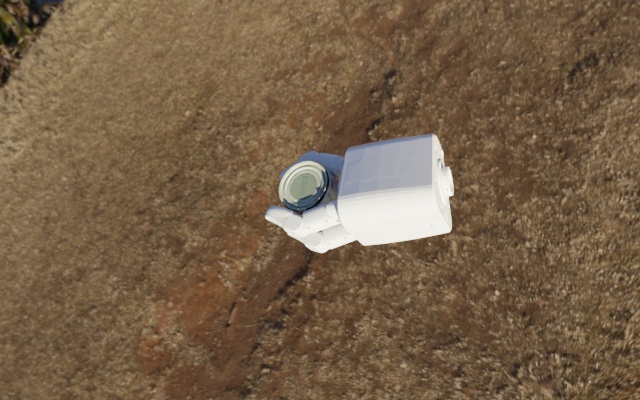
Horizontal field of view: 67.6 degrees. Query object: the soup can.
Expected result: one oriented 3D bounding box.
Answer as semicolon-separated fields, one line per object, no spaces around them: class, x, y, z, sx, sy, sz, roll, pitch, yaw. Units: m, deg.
soup can;0.000;0.002;0.601;0.068;0.068;0.102;0;-23;27
